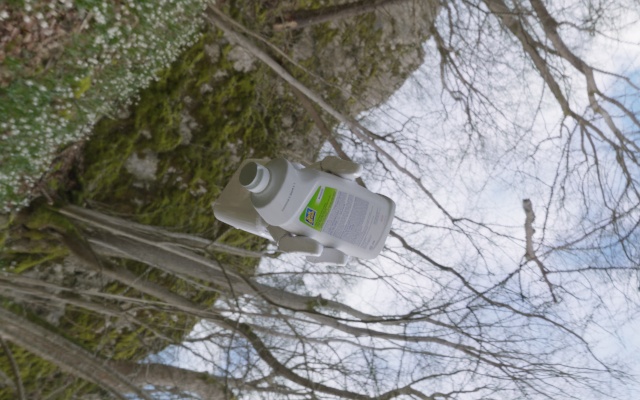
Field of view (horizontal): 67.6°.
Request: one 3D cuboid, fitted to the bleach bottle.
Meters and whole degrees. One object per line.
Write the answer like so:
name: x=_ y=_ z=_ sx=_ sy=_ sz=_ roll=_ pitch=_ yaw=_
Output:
bleach bottle: x=0.000 y=0.002 z=0.610 sx=0.068 sy=0.102 sz=0.251 roll=12 pitch=-10 yaw=42
